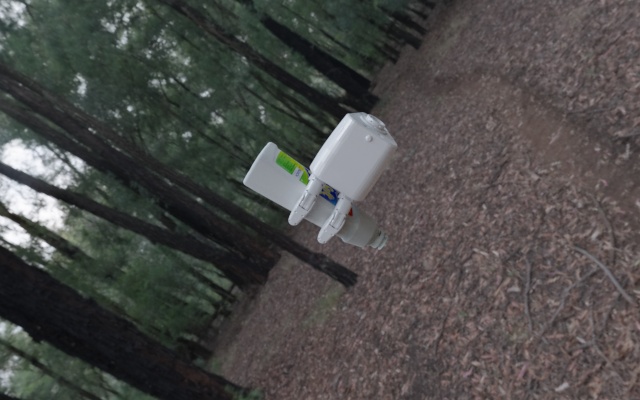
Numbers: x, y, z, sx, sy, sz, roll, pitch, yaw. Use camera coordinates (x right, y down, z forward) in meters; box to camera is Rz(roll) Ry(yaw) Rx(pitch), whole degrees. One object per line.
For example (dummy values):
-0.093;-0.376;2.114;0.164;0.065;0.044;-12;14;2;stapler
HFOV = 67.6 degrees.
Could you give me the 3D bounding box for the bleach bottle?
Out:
0.000;0.003;0.794;0.251;0.068;0.102;32;22;-7;bleach bottle
